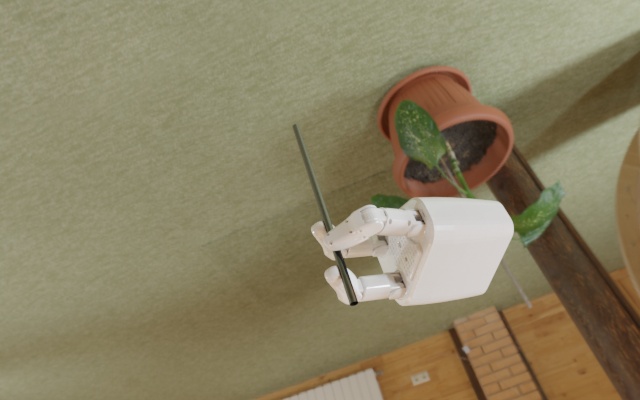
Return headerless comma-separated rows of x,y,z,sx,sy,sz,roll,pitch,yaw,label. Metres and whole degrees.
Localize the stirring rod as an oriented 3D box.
0.000,0.002,0.499,0.011,0.239,0.011,-11,-38,-9,stirring rod
